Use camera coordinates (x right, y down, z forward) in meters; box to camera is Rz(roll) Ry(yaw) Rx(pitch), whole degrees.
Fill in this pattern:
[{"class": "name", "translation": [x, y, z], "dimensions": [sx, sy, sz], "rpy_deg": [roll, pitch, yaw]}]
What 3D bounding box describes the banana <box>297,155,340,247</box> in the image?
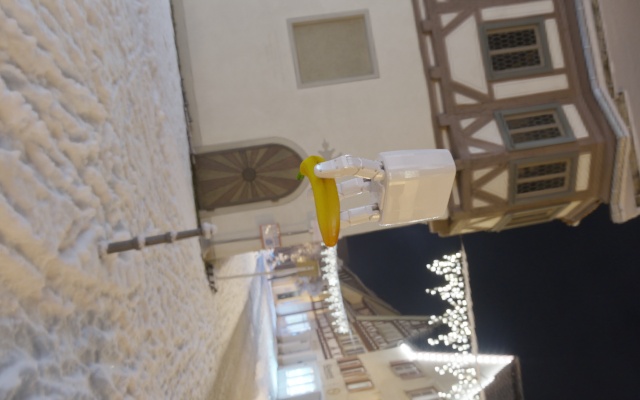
[{"class": "banana", "translation": [0.001, -0.015, 0.695], "dimensions": [0.037, 0.070, 0.197], "rpy_deg": [-2, 32, -13]}]
